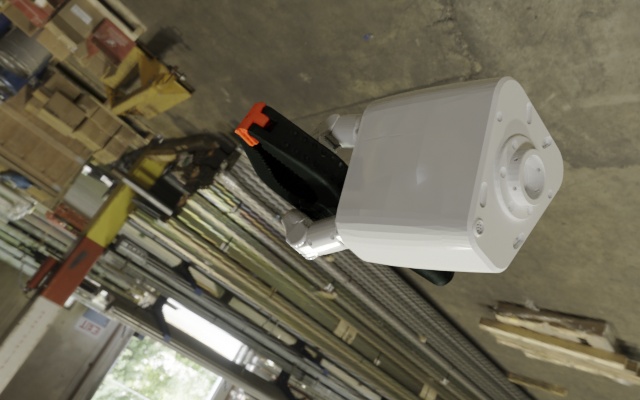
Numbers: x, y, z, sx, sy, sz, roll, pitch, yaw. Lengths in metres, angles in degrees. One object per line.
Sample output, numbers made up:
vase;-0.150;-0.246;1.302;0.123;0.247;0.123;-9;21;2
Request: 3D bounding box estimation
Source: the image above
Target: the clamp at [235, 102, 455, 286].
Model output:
clamp;-0.001;0.002;0.411;0.210;0.036;0.164;44;-24;-30
